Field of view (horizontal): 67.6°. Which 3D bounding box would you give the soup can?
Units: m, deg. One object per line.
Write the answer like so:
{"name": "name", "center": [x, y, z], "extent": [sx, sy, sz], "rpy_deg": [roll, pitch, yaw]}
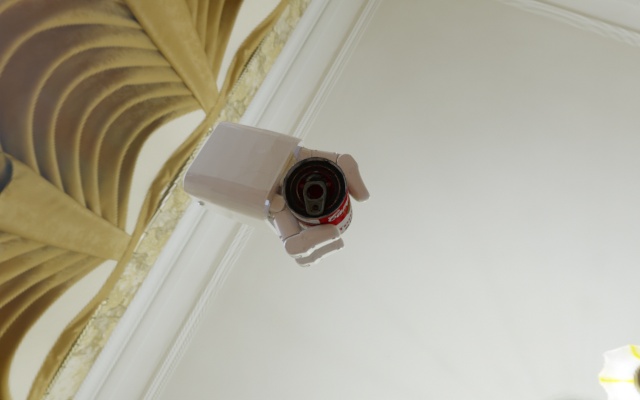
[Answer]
{"name": "soup can", "center": [0.001, 0.002, 0.538], "extent": [0.068, 0.068, 0.102], "rpy_deg": [0, -18, 8]}
